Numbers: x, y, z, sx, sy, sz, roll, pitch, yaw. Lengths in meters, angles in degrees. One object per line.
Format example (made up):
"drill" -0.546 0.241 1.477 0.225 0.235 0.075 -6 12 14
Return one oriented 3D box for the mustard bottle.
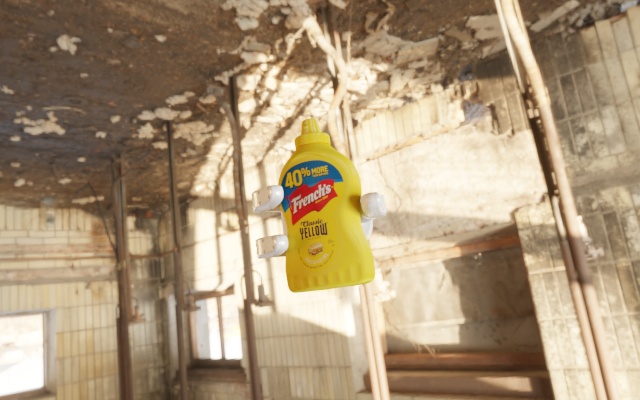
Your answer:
"mustard bottle" 0.000 0.002 0.531 0.096 0.191 0.058 -13 -13 28
